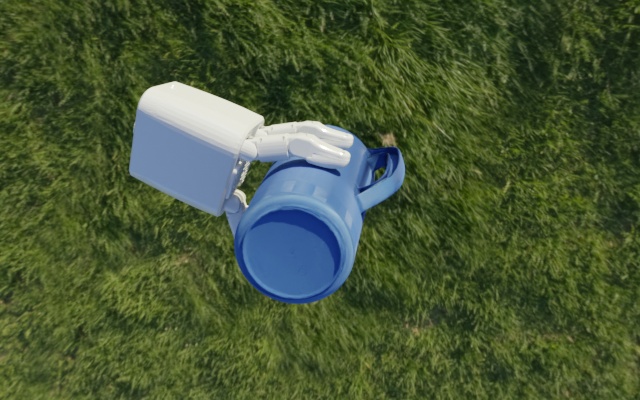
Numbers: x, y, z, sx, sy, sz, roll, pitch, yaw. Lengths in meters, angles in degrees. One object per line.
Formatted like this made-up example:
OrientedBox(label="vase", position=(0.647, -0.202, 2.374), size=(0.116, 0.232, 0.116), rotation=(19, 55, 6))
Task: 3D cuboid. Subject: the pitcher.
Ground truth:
OrientedBox(label="pitcher", position=(0.000, 0.002, 0.520), size=(0.145, 0.149, 0.242), rotation=(26, 21, -3))
